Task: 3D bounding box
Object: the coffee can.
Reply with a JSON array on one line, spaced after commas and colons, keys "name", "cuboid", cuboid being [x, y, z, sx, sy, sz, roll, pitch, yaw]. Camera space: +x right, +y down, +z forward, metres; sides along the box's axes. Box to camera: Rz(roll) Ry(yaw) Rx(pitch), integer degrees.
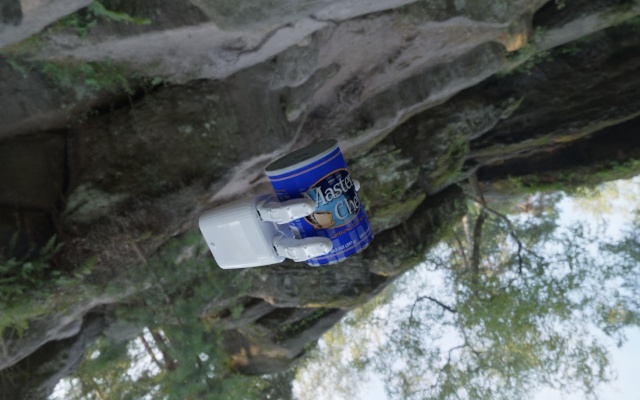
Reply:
[{"name": "coffee can", "cuboid": [0.000, 0.002, 0.640, 0.103, 0.140, 0.102, -21, 15, 6]}]
